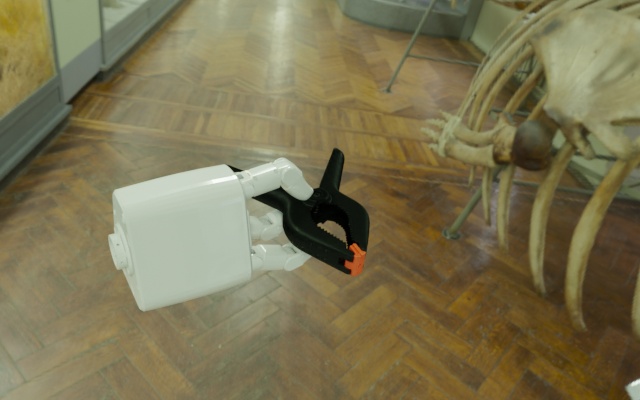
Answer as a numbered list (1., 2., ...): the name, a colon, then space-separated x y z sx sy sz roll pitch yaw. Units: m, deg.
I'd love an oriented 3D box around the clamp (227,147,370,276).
1. clamp: 0.000 0.001 0.539 0.164 0.036 0.210 -18 42 -28
